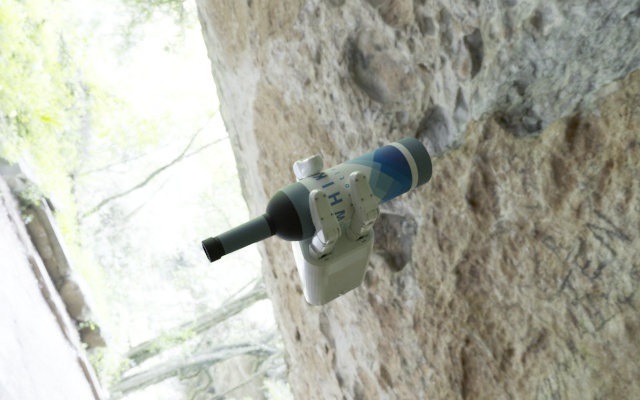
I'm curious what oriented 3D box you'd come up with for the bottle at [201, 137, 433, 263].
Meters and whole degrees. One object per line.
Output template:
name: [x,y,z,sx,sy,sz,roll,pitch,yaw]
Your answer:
bottle: [0.000,0.002,0.575,0.295,0.069,0.069,-24,9,-21]
